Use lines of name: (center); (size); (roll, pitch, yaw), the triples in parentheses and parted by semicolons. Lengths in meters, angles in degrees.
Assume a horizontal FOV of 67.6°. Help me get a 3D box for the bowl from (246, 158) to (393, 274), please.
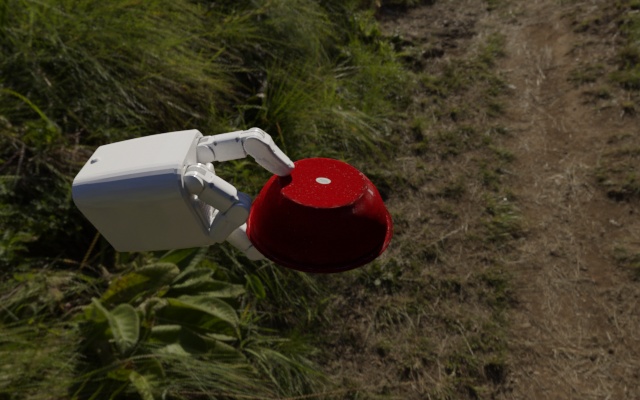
bowl: (0.001, 0.001, 0.506); (0.162, 0.055, 0.162); (2, 37, -2)
